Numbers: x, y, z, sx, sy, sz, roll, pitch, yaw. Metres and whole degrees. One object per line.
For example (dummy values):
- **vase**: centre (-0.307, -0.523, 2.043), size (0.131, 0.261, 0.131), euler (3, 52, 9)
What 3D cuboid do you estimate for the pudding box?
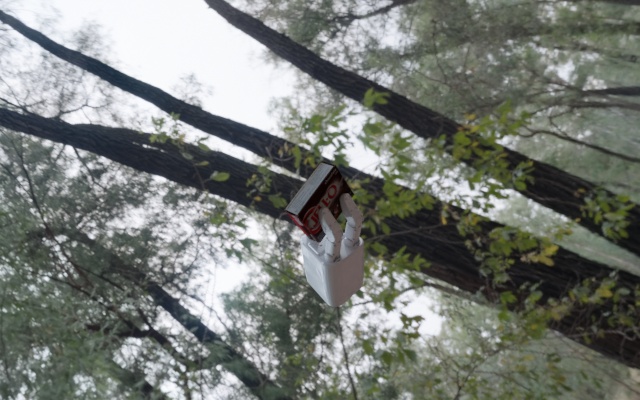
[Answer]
- **pudding box**: centre (0.000, 0.003, 0.819), size (0.039, 0.113, 0.090), euler (21, -21, 37)
